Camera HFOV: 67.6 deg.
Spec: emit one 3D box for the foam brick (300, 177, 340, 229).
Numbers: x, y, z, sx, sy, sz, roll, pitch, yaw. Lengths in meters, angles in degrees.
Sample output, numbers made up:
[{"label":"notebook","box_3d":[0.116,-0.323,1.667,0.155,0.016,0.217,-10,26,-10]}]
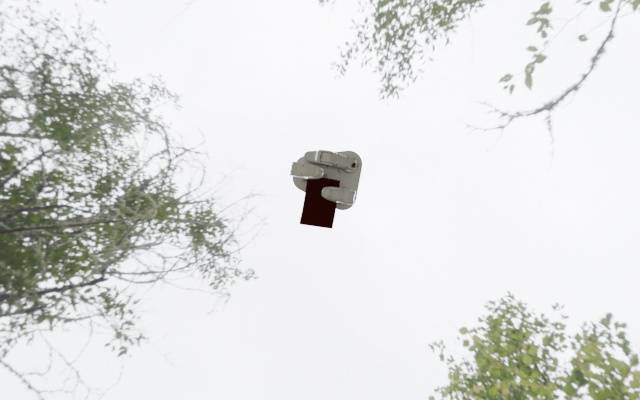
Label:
[{"label":"foam brick","box_3d":[0.000,0.003,0.752,0.053,0.078,0.051,10,0,1]}]
